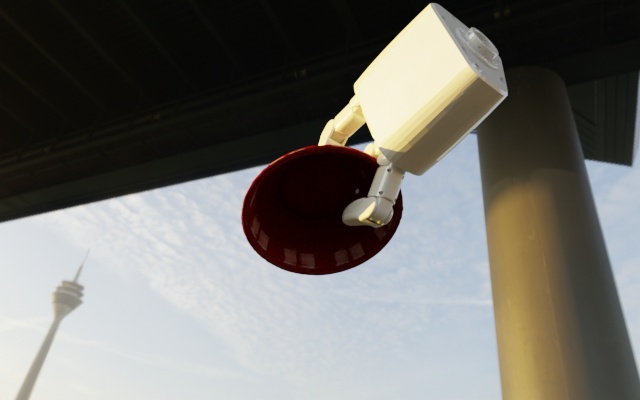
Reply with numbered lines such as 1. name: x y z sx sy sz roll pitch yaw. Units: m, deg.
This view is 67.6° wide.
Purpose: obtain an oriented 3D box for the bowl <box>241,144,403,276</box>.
1. bowl: -0.001 0.002 0.495 0.162 0.162 0.055 0 35 -8
